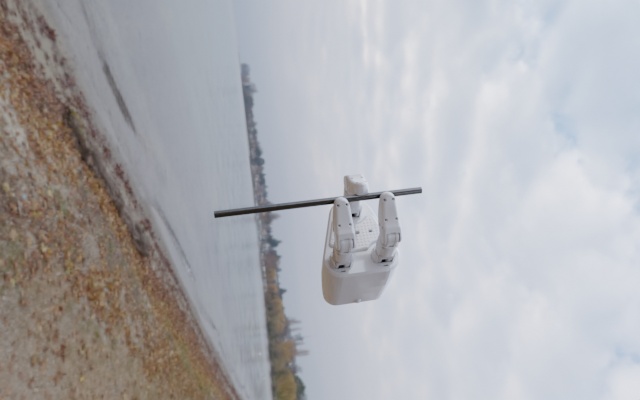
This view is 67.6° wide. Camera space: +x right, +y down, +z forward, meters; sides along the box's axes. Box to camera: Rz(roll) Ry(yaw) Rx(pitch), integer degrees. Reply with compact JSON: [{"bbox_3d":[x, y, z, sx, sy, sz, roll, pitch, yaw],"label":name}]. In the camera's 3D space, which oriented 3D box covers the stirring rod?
[{"bbox_3d":[0.000,0.002,0.548,0.239,0.011,0.011,-7,1,-7],"label":"stirring rod"}]
